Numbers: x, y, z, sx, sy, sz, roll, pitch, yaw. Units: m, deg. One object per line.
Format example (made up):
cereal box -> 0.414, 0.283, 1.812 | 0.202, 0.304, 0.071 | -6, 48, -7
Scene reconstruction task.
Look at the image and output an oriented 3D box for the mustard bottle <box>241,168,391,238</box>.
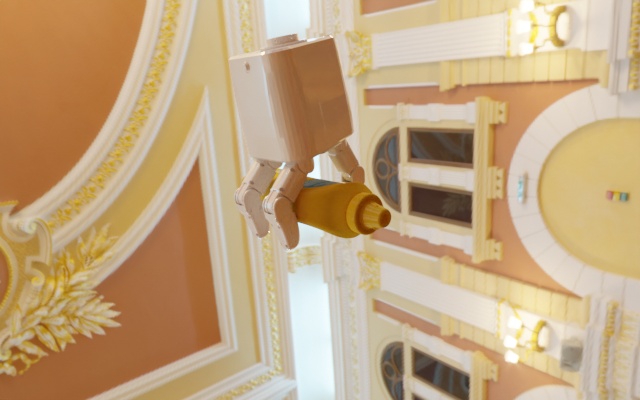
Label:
mustard bottle -> 0.000, 0.002, 0.518 | 0.096, 0.058, 0.191 | 3, 7, -40
